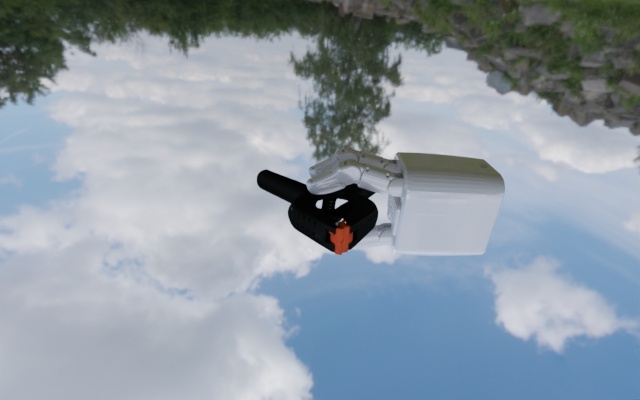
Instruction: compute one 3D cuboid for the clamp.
[{"bbox_3d":[0.000,0.003,0.534,0.164,0.036,0.210,1,20,1],"label":"clamp"}]
